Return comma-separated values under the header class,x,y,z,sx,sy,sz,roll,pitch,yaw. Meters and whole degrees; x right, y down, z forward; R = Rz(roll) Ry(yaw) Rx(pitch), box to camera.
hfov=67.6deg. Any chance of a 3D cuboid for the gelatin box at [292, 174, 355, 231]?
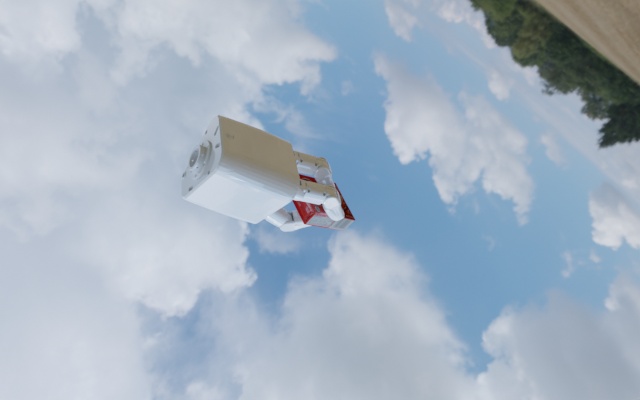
class,x,y,z,sx,sy,sz,roll,pitch,yaw
gelatin box,0.000,0.003,0.682,0.089,0.073,0.030,13,-49,-46
